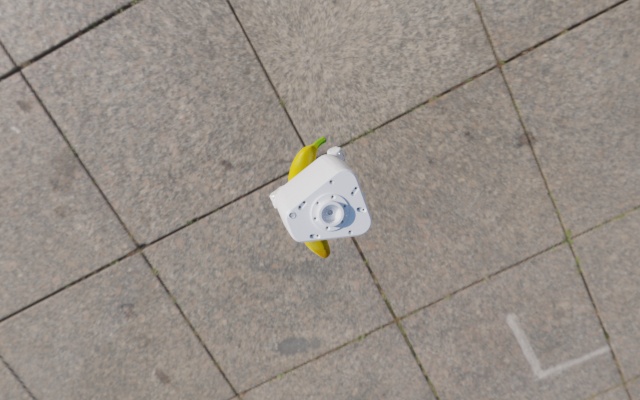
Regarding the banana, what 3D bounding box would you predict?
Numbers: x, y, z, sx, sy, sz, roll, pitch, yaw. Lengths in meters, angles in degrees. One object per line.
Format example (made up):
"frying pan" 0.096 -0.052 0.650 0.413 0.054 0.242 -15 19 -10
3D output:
"banana" -0.018 0.001 0.756 0.069 0.198 0.037 -5 12 -18
